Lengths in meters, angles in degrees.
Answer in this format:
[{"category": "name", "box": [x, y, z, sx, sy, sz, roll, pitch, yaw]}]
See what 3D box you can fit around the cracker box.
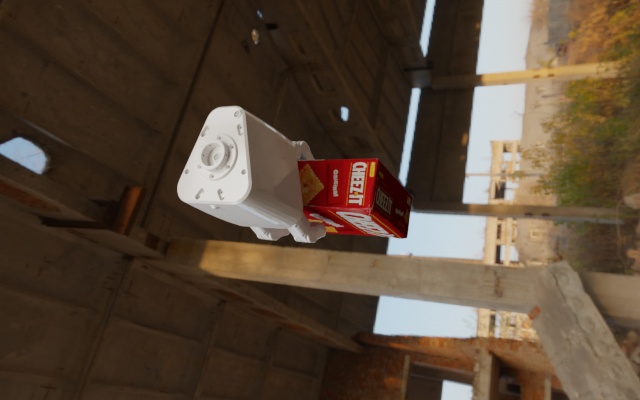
[{"category": "cracker box", "box": [0.000, 0.002, 0.657, 0.213, 0.072, 0.164, 2, -14, 26]}]
